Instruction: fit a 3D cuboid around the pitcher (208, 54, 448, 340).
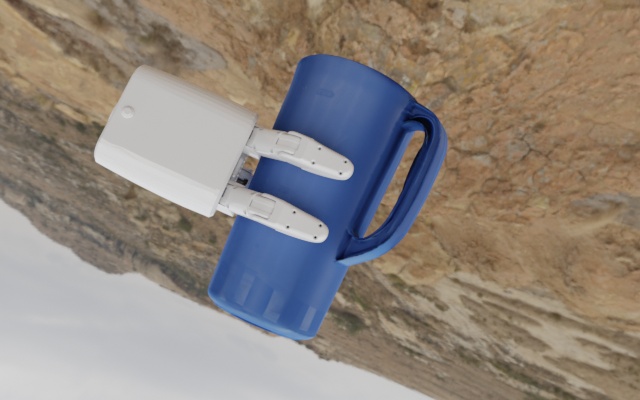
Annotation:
[{"bbox_3d":[0.000,0.001,0.445,0.145,0.243,0.149,25,-8,-10],"label":"pitcher"}]
